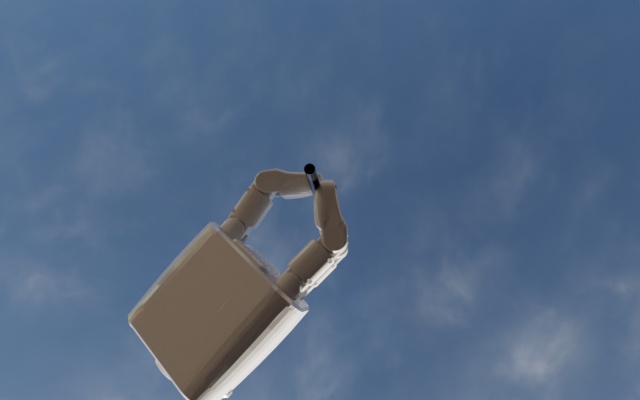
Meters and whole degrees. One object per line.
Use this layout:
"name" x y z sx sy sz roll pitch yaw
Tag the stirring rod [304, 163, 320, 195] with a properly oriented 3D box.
"stirring rod" 0.000 0.001 0.453 0.011 0.011 0.239 0 -11 4
